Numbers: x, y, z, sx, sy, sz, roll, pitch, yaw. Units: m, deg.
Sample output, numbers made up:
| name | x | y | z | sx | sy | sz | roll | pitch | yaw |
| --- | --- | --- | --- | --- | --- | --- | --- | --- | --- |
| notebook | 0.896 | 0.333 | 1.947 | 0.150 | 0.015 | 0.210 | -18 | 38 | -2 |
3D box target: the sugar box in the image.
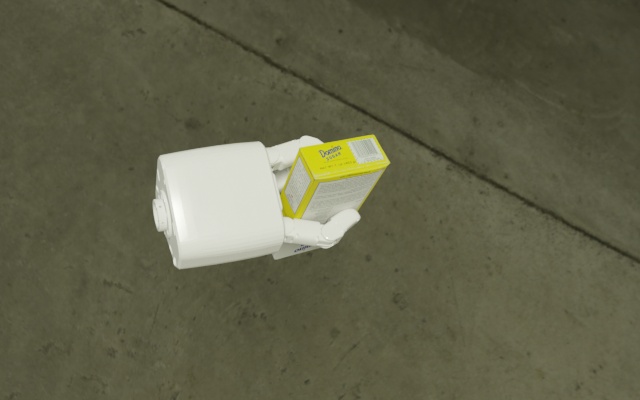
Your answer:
| name | x | y | z | sx | sy | sz | roll | pitch | yaw |
| --- | --- | --- | --- | --- | --- | --- | --- | --- | --- |
| sugar box | 0.000 | 0.001 | 0.543 | 0.093 | 0.048 | 0.176 | -12 | -25 | -28 |
